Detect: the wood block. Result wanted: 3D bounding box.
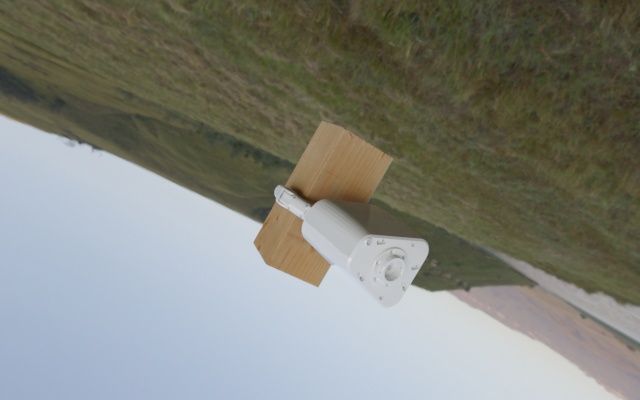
[{"bbox_3d":[0.000,0.002,0.675,0.091,0.206,0.090,28,4,-24],"label":"wood block"}]
